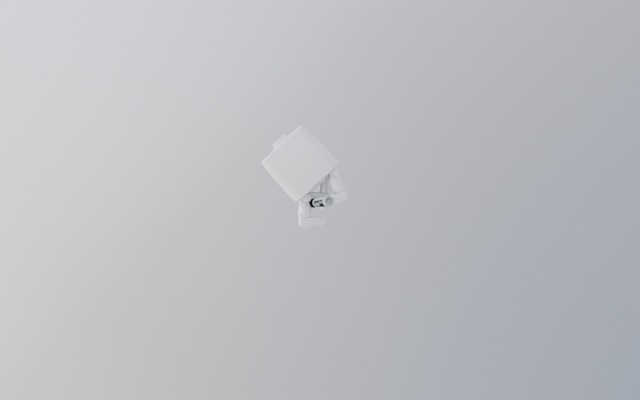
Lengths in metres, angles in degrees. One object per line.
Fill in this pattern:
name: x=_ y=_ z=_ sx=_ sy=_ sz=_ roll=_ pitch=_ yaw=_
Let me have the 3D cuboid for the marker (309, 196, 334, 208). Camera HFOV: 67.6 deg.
marker: x=0.000 y=0.003 z=0.898 sx=0.020 sy=0.020 sz=0.121 roll=0 pitch=-2 yaw=-15
